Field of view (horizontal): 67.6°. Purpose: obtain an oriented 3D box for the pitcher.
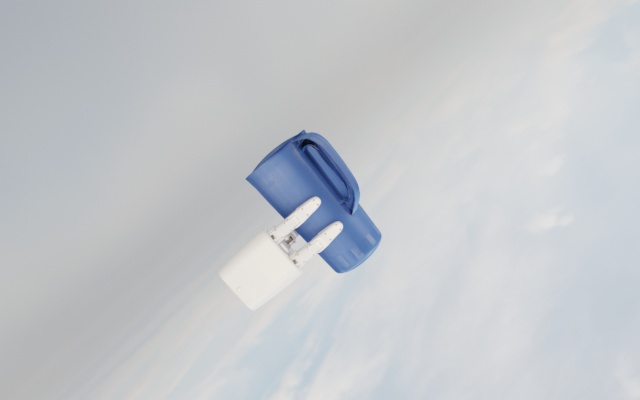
[{"bbox_3d":[0.000,0.003,0.827,0.145,0.243,0.149,-41,7,0],"label":"pitcher"}]
